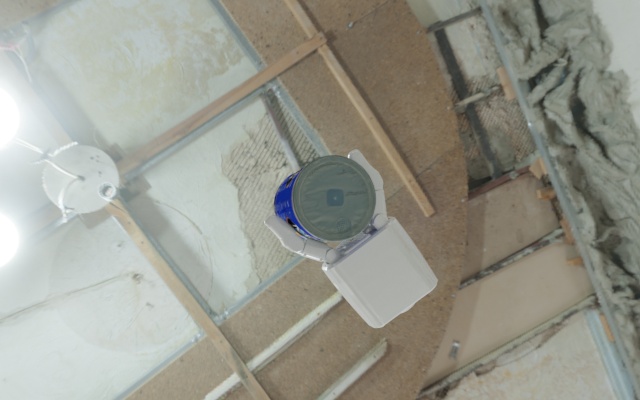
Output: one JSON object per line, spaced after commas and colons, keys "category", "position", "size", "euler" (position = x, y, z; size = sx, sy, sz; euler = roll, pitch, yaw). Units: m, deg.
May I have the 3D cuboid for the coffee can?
{"category": "coffee can", "position": [0.000, 0.002, 0.627], "size": [0.103, 0.103, 0.140], "euler": [0, -4, -15]}
